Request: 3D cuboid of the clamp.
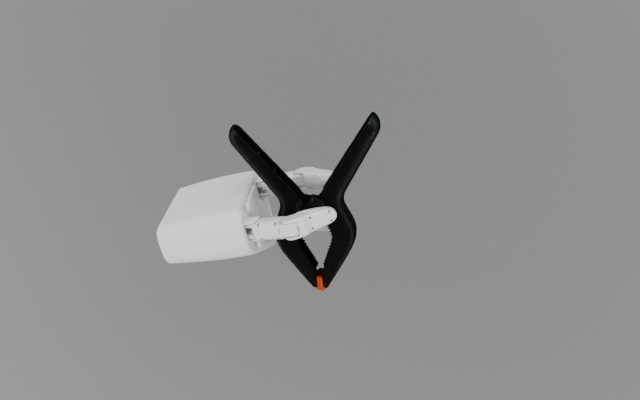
[{"bbox_3d":[0.000,0.003,0.538,0.164,0.210,0.036,-10,18,12],"label":"clamp"}]
